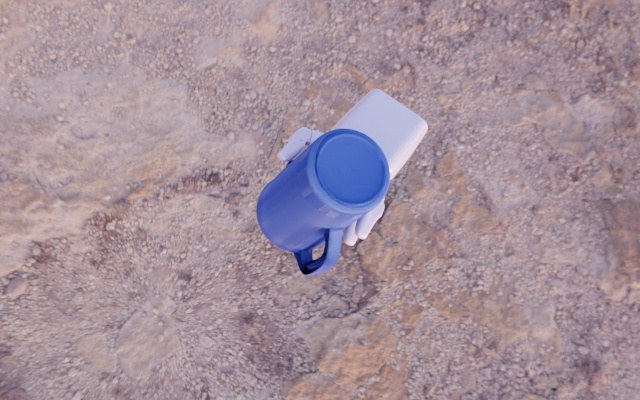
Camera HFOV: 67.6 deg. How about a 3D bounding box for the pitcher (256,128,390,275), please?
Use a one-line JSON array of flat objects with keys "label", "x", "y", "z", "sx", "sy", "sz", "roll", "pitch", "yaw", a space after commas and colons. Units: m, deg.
[{"label": "pitcher", "x": 0.000, "y": 0.002, "z": 0.667, "sx": 0.149, "sy": 0.145, "sz": 0.243, "roll": 42, "pitch": -23, "yaw": -5}]
